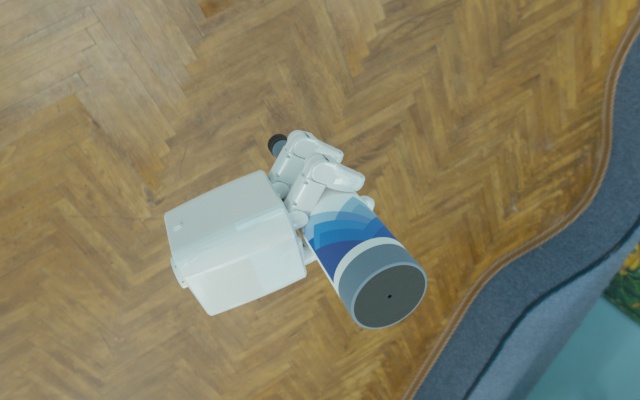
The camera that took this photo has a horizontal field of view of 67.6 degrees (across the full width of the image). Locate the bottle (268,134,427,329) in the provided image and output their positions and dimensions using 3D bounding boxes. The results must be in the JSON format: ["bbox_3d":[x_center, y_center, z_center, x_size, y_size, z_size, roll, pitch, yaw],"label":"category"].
[{"bbox_3d":[0.000,0.002,0.483,0.069,0.069,0.295,0,30,-25],"label":"bottle"}]
